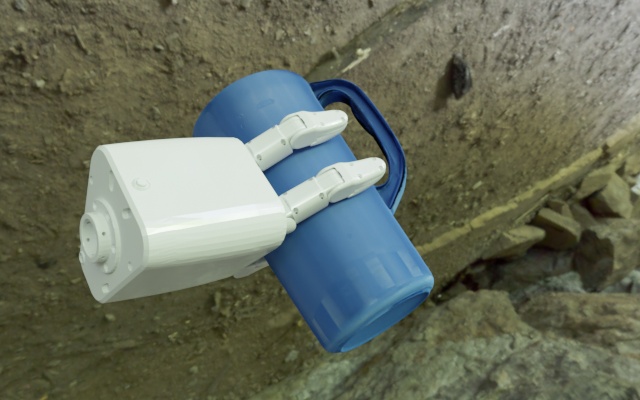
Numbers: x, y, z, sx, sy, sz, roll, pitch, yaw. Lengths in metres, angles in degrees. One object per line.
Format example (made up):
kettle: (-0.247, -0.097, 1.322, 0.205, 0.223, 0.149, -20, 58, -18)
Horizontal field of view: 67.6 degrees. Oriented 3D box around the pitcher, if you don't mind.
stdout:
pitcher: (0.000, 0.001, 0.437, 0.145, 0.242, 0.149, -8, -35, -46)
